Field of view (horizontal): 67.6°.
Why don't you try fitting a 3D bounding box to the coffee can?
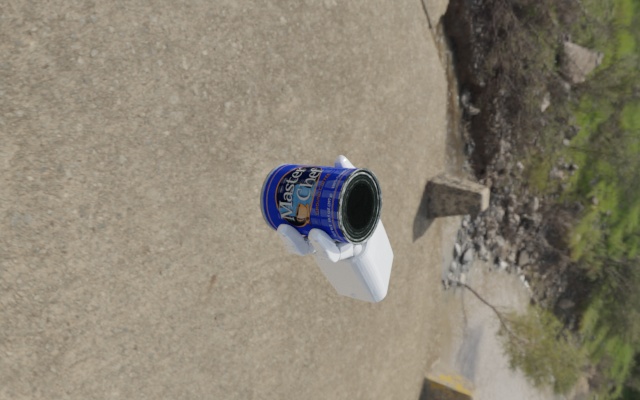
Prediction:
[{"bbox_3d":[0.000,0.002,0.670,0.140,0.103,0.103,6,4,38],"label":"coffee can"}]
